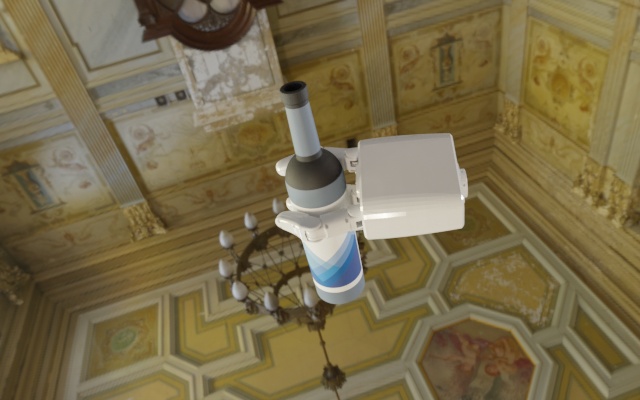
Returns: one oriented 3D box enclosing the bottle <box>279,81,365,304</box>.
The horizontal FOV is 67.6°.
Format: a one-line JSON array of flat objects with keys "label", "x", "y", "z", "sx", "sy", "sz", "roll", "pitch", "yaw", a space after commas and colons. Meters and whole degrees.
[{"label": "bottle", "x": 0.000, "y": 0.002, "z": 0.556, "sx": 0.069, "sy": 0.296, "sz": 0.069, "roll": -8, "pitch": 39, "yaw": 7}]
